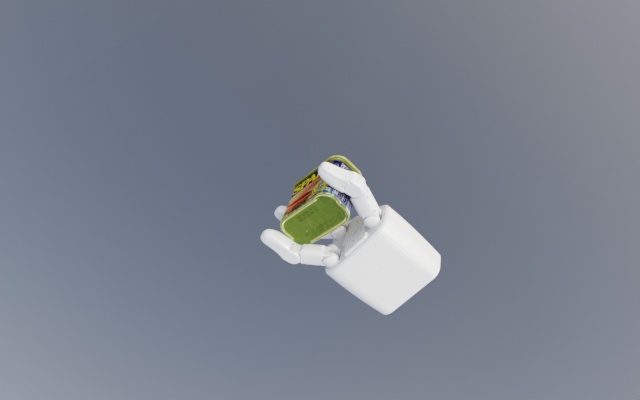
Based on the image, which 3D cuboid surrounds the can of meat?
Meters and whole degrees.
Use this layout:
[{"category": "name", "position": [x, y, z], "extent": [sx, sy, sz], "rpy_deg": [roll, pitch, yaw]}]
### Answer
[{"category": "can of meat", "position": [0.000, 0.002, 0.623], "extent": [0.102, 0.057, 0.084], "rpy_deg": [-34, 22, 34]}]
